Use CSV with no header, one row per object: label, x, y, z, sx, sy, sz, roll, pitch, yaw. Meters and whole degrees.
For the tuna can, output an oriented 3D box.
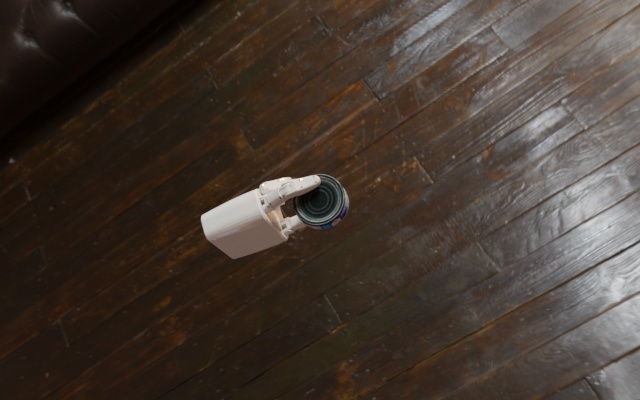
tuna can,0.000,0.002,0.752,0.086,0.086,0.034,0,-16,14
